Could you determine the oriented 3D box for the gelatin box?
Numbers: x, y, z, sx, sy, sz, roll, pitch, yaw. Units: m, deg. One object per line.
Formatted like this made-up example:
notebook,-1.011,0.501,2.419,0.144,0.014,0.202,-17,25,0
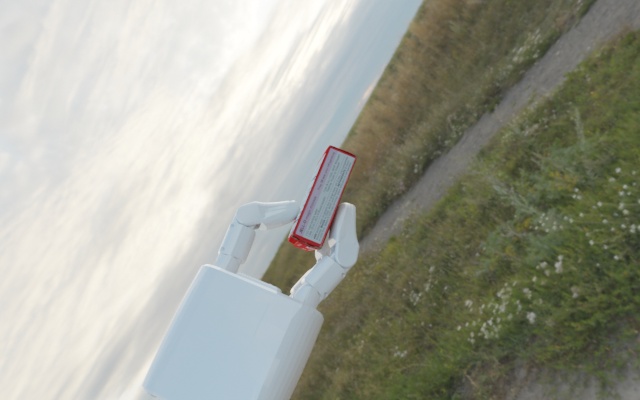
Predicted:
gelatin box,0.000,0.001,0.438,0.030,0.089,0.073,22,-9,-4
